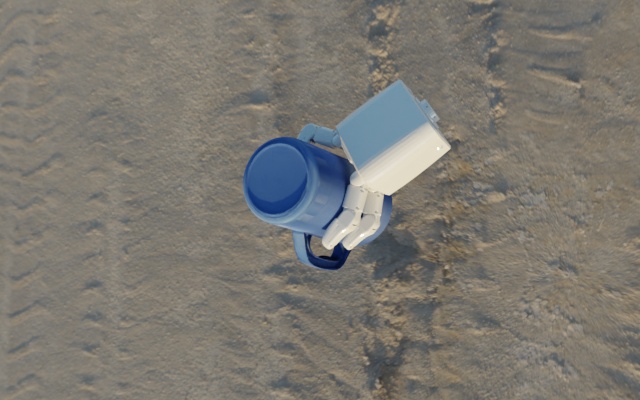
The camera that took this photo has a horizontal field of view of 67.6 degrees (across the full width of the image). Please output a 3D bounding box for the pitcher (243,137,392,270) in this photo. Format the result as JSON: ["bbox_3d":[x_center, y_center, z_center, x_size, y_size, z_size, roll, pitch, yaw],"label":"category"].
[{"bbox_3d":[0.000,0.002,0.671,0.145,0.149,0.243,-37,-23,18],"label":"pitcher"}]
